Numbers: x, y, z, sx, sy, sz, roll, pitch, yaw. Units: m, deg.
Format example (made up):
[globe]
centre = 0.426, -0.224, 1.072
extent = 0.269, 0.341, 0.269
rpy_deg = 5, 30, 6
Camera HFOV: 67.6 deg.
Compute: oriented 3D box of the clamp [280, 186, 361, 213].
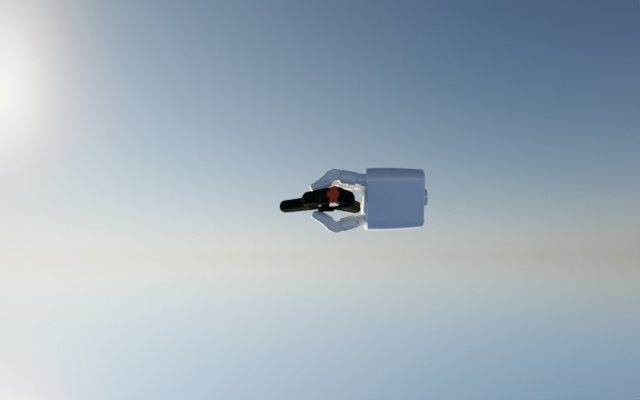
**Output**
[clamp]
centre = 0.000, 0.004, 0.877
extent = 0.164, 0.036, 0.210
rpy_deg = -1, -7, 0
